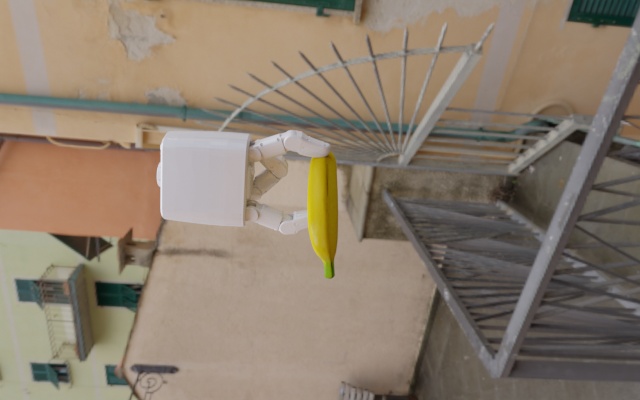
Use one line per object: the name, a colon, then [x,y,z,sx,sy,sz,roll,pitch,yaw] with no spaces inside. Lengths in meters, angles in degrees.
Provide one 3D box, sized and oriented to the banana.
banana: [0.002,-0.006,0.594,0.037,0.197,0.070,3,-36,-4]
